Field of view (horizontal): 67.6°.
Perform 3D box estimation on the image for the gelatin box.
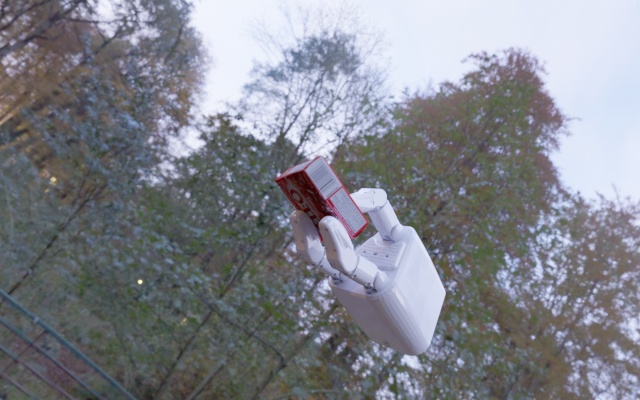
[{"bbox_3d":[0.000,0.001,0.502,0.030,0.089,0.073,-41,13,-25],"label":"gelatin box"}]
